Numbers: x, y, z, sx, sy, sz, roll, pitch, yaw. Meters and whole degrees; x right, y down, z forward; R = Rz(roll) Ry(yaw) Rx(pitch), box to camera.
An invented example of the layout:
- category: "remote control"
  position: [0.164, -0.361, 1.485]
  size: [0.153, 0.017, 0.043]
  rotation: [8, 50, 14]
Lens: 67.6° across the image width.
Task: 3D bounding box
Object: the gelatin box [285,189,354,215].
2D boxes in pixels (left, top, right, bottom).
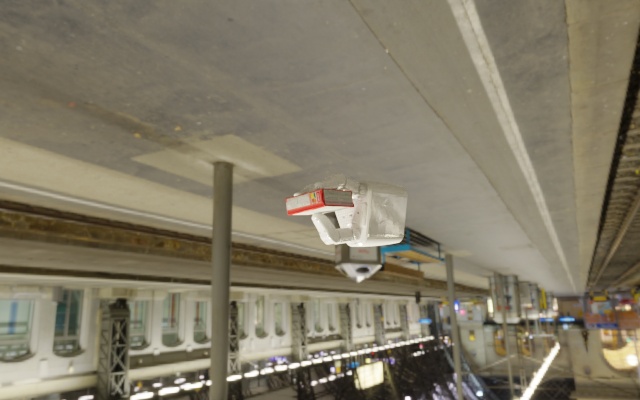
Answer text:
- category: "gelatin box"
  position: [0.000, 0.003, 0.760]
  size: [0.073, 0.030, 0.089]
  rotation: [-13, -8, 34]
